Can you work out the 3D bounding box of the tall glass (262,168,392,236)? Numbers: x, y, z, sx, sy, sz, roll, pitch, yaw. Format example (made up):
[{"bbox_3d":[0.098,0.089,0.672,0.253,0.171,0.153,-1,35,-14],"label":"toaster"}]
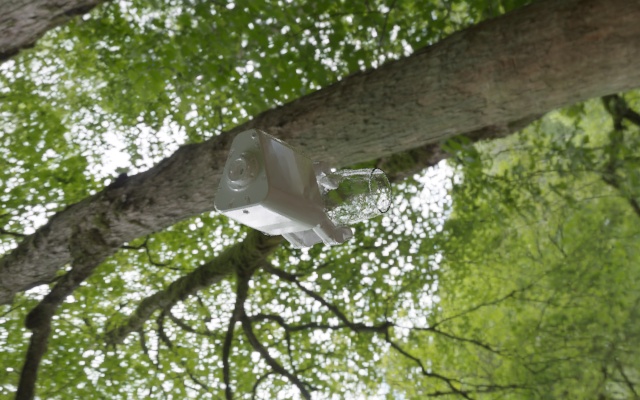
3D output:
[{"bbox_3d":[0.000,0.002,0.693,0.201,0.079,0.079,-11,-6,33],"label":"tall glass"}]
